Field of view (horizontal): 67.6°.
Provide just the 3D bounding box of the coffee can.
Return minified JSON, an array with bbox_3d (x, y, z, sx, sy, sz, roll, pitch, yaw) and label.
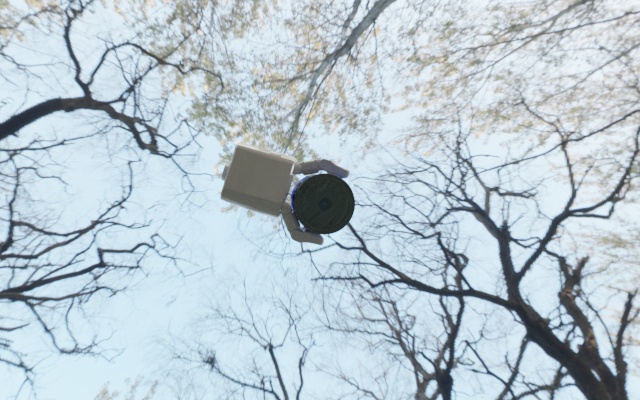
[{"bbox_3d":[0.000,0.003,0.862,0.103,0.103,0.140,0,3,-6],"label":"coffee can"}]
